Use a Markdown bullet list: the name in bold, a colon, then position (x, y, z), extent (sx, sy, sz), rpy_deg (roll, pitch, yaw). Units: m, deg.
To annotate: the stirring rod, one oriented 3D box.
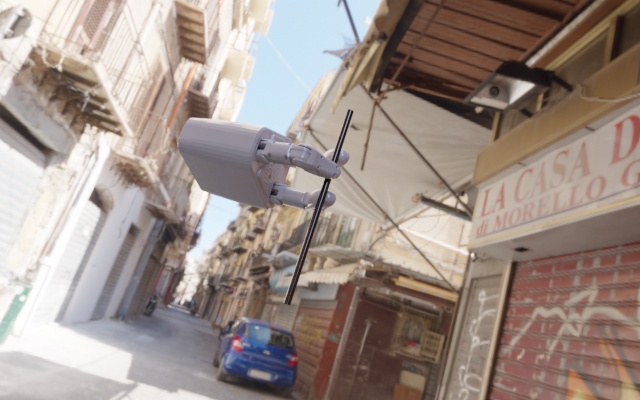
- **stirring rod**: position (0.000, 0.002, 0.546), extent (0.011, 0.239, 0.011), rpy_deg (17, -15, 5)
